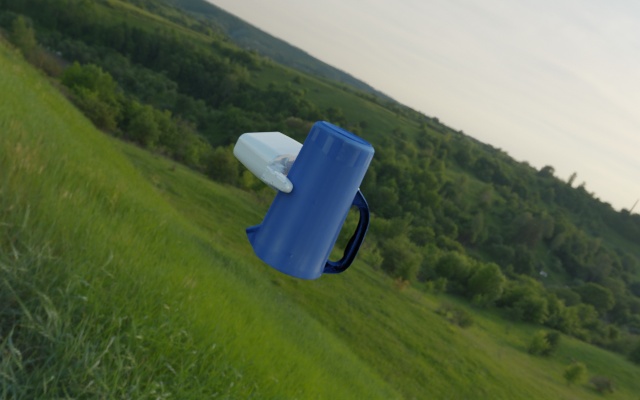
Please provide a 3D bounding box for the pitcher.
[{"bbox_3d":[0.000,0.003,0.794,0.145,0.243,0.149,36,17,36],"label":"pitcher"}]
